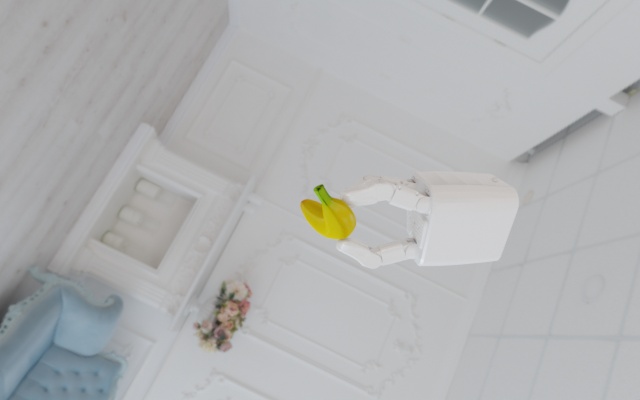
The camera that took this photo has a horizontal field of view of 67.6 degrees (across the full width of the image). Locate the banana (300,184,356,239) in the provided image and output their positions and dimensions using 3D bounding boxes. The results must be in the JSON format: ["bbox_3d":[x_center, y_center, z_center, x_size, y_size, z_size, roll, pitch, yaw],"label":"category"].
[{"bbox_3d":[0.010,0.018,0.597,0.037,0.069,0.198,-29,-1,-10],"label":"banana"}]
